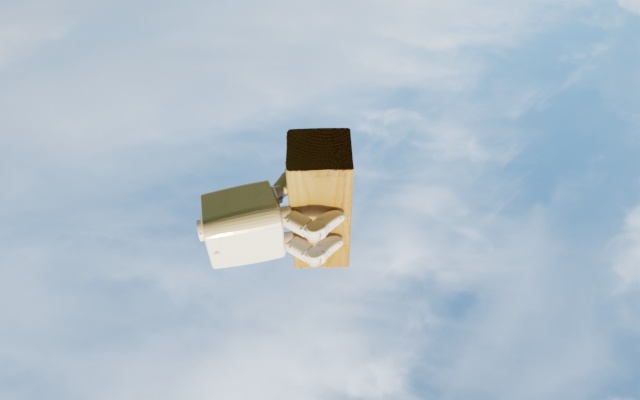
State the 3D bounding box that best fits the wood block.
[{"bbox_3d":[0.000,0.002,0.706,0.090,0.090,0.206,-1,-44,-1],"label":"wood block"}]
